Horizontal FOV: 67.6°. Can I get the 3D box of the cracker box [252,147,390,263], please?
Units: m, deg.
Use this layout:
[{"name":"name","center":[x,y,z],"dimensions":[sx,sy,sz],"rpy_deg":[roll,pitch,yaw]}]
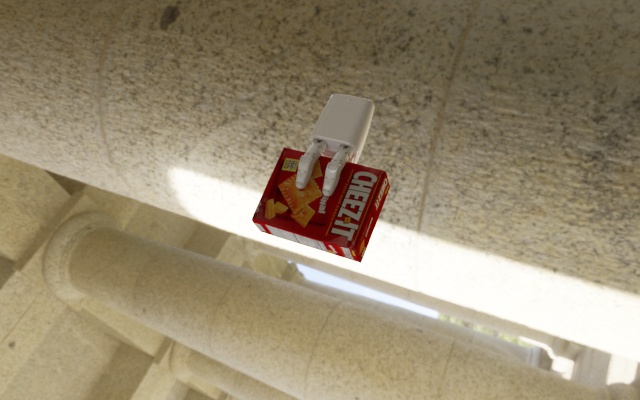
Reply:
[{"name":"cracker box","center":[0.000,0.003,0.890],"dimensions":[0.213,0.164,0.072],"rpy_deg":[15,-21,22]}]
